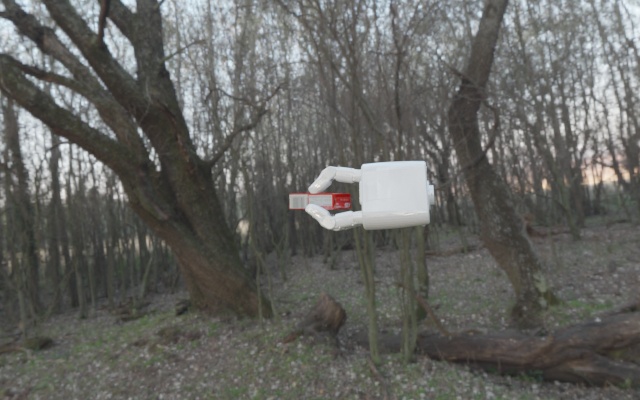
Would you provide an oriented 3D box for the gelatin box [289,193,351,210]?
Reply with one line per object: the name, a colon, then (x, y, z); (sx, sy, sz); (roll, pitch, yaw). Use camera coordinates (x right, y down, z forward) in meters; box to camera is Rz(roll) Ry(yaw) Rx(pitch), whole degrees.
gelatin box: (0.000, 0.002, 0.844); (0.089, 0.030, 0.073); (0, 0, 26)
